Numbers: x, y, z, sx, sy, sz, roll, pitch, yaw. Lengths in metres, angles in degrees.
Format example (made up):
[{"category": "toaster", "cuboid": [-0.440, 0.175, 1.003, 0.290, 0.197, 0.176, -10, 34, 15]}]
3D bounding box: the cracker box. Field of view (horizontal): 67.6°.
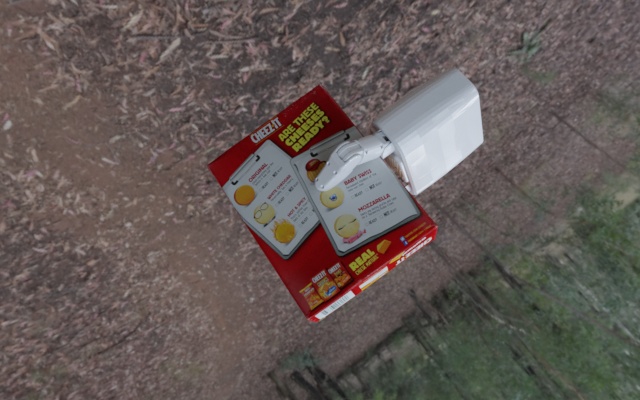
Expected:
[{"category": "cracker box", "cuboid": [0.000, 0.002, 0.540, 0.164, 0.213, 0.072, -36, -20, -2]}]
